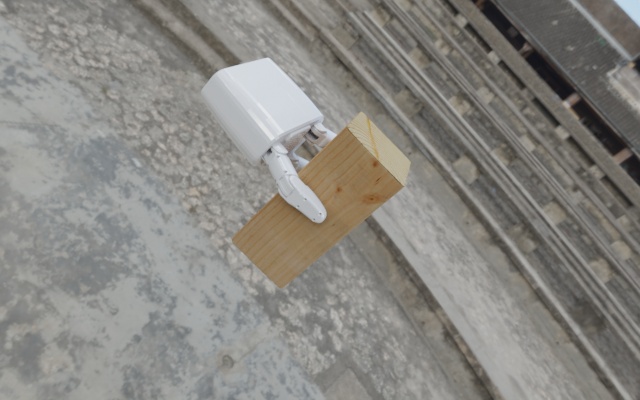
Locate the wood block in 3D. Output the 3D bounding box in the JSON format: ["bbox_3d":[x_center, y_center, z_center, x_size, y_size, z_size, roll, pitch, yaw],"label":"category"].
[{"bbox_3d":[0.000,0.002,0.581,0.206,0.090,0.090,-43,5,26],"label":"wood block"}]
